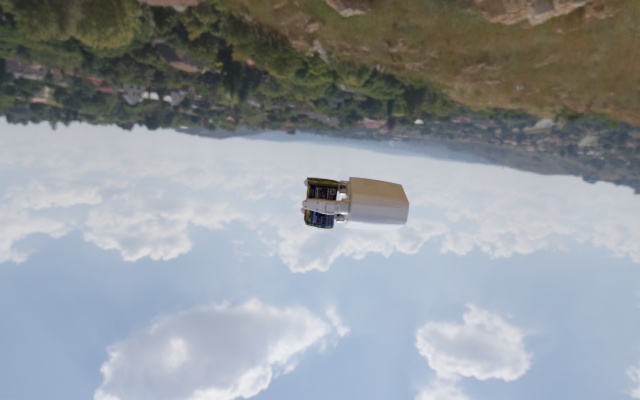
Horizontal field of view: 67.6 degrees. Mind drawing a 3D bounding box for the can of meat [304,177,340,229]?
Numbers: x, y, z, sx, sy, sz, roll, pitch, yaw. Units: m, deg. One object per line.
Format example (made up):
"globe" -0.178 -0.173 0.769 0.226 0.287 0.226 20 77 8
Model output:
"can of meat" 0.000 0.003 0.885 0.057 0.084 0.102 5 6 -5
